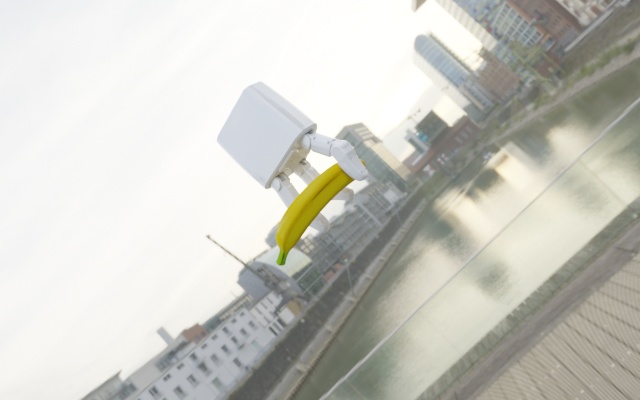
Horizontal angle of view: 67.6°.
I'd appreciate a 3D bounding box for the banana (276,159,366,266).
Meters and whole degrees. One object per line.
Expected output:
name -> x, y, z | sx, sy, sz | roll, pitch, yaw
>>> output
banana -> 0.000, -0.004, 0.635 | 0.037, 0.197, 0.070 | 37, -24, 13
